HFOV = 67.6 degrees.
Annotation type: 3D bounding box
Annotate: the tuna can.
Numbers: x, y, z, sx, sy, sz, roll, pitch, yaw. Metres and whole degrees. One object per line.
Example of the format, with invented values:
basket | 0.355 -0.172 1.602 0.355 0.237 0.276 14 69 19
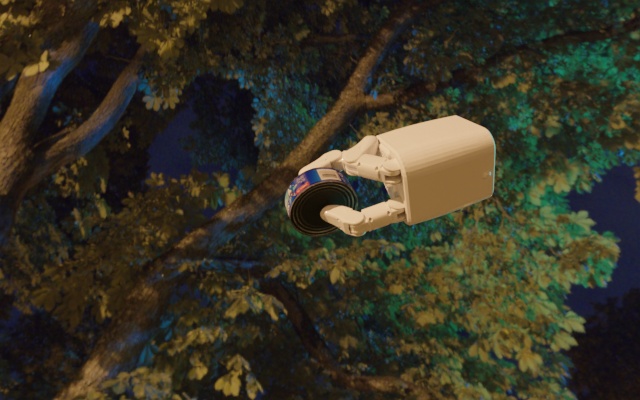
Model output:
tuna can | 0.000 0.002 0.585 0.086 0.086 0.033 0 38 -21
